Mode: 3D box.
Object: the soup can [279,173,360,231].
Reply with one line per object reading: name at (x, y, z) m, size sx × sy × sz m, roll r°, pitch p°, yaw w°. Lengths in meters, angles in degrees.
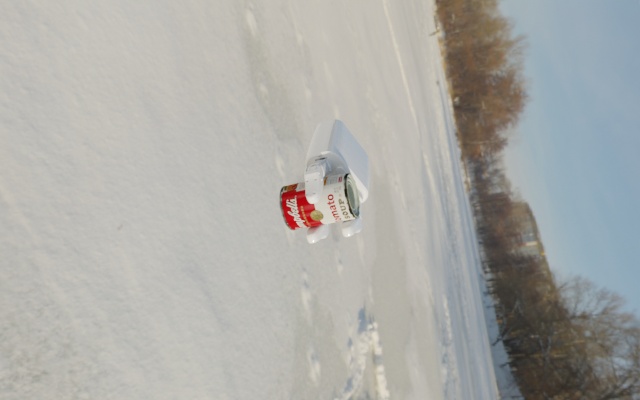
soup can at (0.000, 0.002, 0.695) m, size 0.102 × 0.068 × 0.068 m, roll -11°, pitch -3°, yaw 18°
